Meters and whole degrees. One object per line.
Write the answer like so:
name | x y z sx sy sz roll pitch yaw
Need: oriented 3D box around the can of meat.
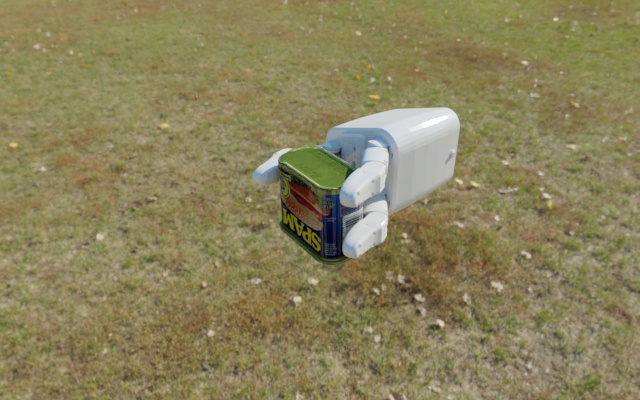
can of meat | 0.000 0.001 0.478 0.057 0.084 0.102 -21 36 -29
